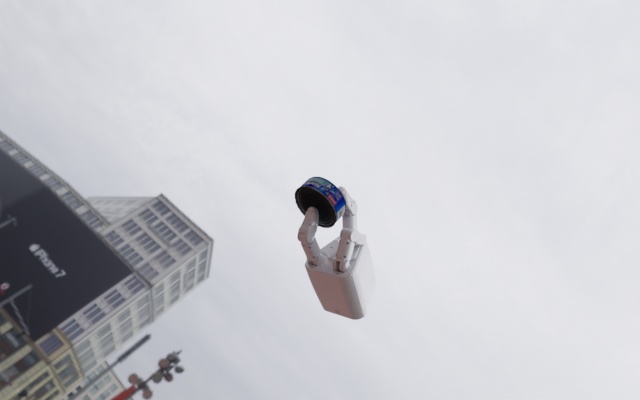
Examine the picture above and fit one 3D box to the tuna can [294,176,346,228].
[{"bbox_3d":[0.000,0.002,0.796,0.086,0.086,0.033,0,36,46],"label":"tuna can"}]
